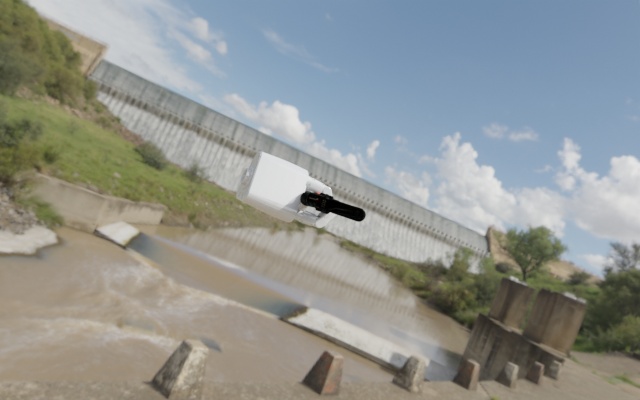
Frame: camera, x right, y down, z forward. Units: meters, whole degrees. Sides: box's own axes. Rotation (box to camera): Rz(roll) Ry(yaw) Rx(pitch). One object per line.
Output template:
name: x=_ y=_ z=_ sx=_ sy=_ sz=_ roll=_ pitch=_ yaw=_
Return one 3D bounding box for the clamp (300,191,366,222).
clamp: x=0.000 y=0.002 z=0.894 sx=0.120 sy=0.039 sz=0.171 roll=23 pitch=-4 yaw=-22
